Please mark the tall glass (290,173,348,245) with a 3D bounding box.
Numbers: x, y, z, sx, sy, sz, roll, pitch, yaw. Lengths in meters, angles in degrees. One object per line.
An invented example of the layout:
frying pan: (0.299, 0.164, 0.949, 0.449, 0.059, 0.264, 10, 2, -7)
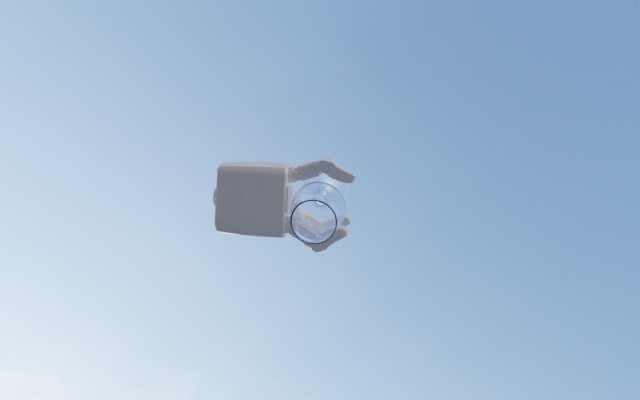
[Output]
tall glass: (0.000, 0.002, 0.714, 0.079, 0.079, 0.201, 0, 15, 5)
